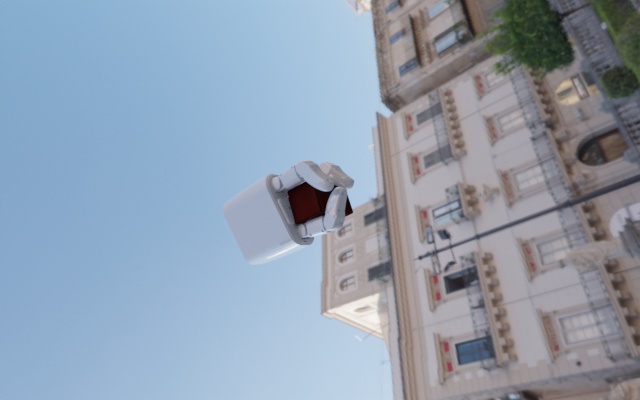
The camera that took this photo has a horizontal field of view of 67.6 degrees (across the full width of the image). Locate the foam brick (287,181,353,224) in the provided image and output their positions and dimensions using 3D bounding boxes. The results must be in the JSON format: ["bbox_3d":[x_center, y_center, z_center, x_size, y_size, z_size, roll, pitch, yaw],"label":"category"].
[{"bbox_3d":[0.000,0.002,0.696,0.051,0.053,0.078,-27,-19,33],"label":"foam brick"}]
